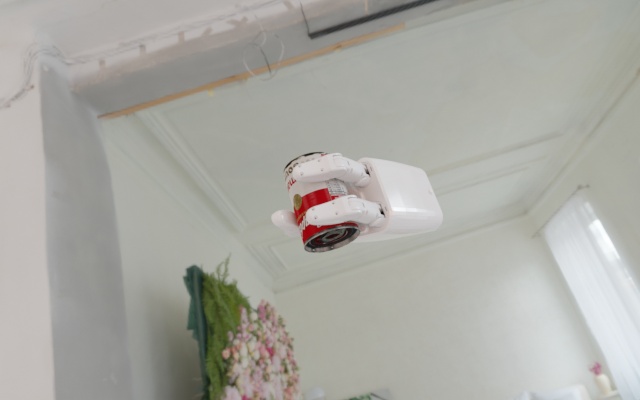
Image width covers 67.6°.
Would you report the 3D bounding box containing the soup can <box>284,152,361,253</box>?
[{"bbox_3d":[0.000,0.002,0.567,0.068,0.102,0.068,-15,-23,-7],"label":"soup can"}]
